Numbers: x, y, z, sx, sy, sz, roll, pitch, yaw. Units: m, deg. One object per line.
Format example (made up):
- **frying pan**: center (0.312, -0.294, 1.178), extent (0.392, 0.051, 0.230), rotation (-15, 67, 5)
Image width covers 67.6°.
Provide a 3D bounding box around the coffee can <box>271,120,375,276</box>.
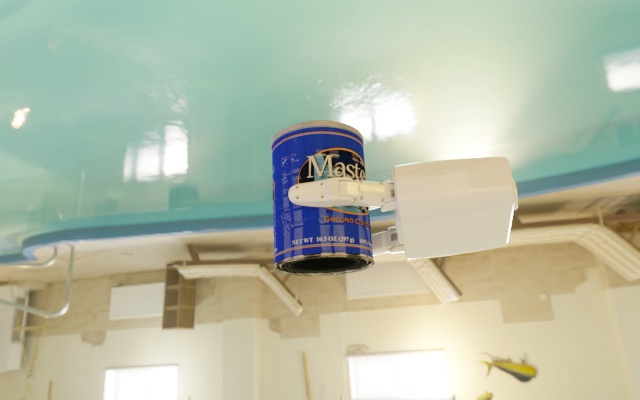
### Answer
- **coffee can**: center (0.000, 0.002, 0.505), extent (0.103, 0.140, 0.103), rotation (-3, -18, -1)
